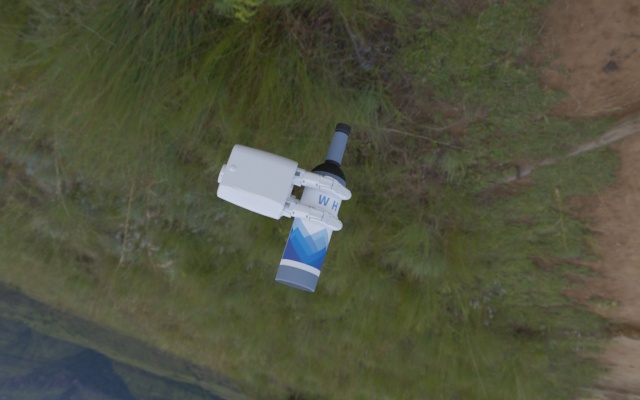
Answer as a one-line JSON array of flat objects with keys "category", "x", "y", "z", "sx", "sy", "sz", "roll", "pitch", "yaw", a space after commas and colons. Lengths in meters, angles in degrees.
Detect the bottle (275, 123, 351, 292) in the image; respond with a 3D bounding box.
[{"category": "bottle", "x": 0.000, "y": 0.003, "z": 0.813, "sx": 0.069, "sy": 0.295, "sz": 0.069, "roll": 16, "pitch": -16, "yaw": 5}]
